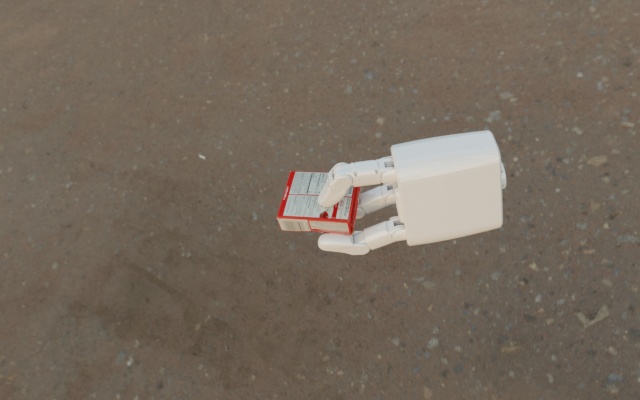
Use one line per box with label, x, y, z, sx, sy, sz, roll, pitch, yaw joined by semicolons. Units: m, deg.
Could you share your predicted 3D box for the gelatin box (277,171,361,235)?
gelatin box;0.000;0.002;0.567;0.089;0.073;0.030;3;-37;13
